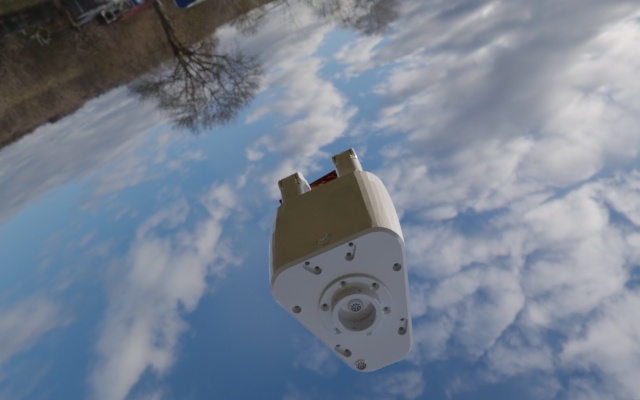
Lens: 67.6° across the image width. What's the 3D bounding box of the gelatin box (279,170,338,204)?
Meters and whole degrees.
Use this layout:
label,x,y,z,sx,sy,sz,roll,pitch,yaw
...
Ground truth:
label,x,y,z,sx,sy,sz,roll,pitch,yaw
gelatin box,0.000,0.002,0.494,0.073,0.030,0.089,-29,16,-5
